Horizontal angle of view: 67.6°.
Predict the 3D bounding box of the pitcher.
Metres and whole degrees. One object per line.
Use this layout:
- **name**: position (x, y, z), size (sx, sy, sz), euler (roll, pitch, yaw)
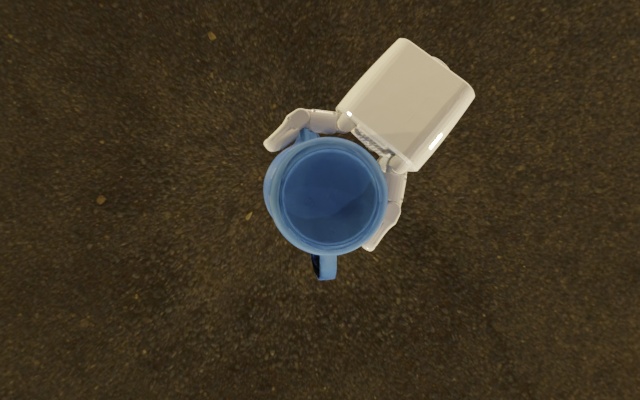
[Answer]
- **pitcher**: position (0.000, 0.002, 0.540), size (0.149, 0.145, 0.243), euler (41, -1, -6)
